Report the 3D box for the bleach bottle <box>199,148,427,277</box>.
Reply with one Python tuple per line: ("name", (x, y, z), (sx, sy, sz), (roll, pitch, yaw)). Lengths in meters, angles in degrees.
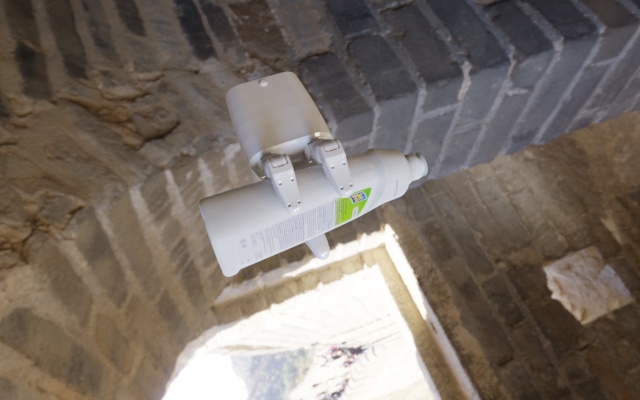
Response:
("bleach bottle", (0.000, 0.002, 0.531), (0.251, 0.068, 0.103), (-19, -27, -12))
